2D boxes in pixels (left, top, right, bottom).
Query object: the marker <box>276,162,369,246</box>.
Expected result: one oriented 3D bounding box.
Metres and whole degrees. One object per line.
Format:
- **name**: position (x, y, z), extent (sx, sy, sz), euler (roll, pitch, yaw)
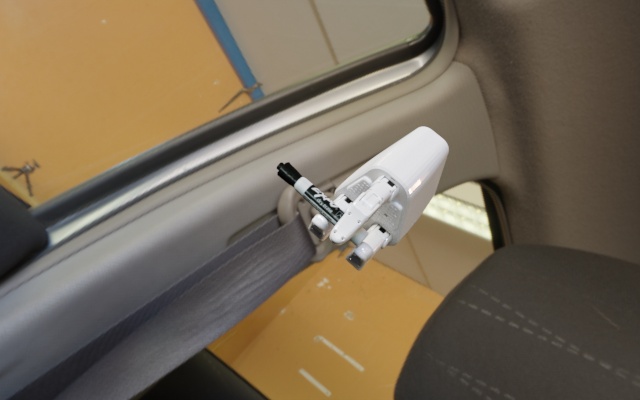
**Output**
- **marker**: position (0.000, 0.002, 0.505), extent (0.121, 0.020, 0.020), euler (42, 7, 8)
